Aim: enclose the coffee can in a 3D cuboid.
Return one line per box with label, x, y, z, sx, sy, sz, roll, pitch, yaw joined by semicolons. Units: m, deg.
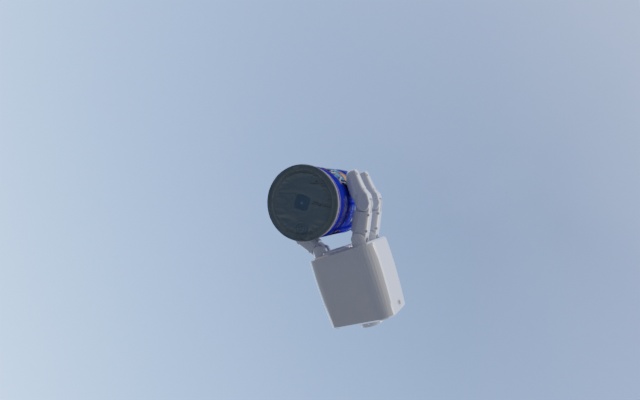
coffee can;0.000;0.002;0.692;0.103;0.103;0.140;0;1;21
